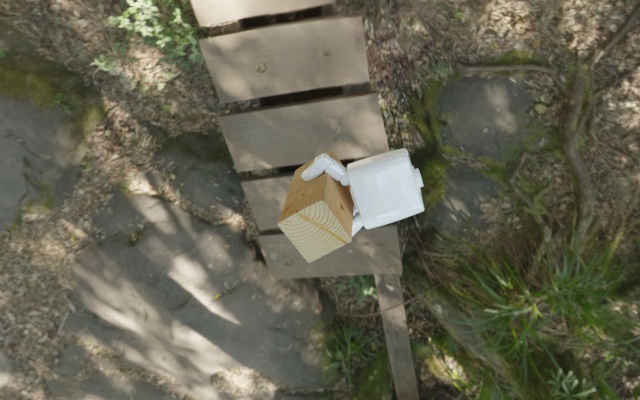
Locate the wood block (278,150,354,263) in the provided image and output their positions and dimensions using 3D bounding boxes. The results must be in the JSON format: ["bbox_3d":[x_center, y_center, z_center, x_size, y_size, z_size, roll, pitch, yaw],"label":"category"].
[{"bbox_3d":[0.000,0.002,0.851,0.090,0.091,0.206,-29,21,19],"label":"wood block"}]
